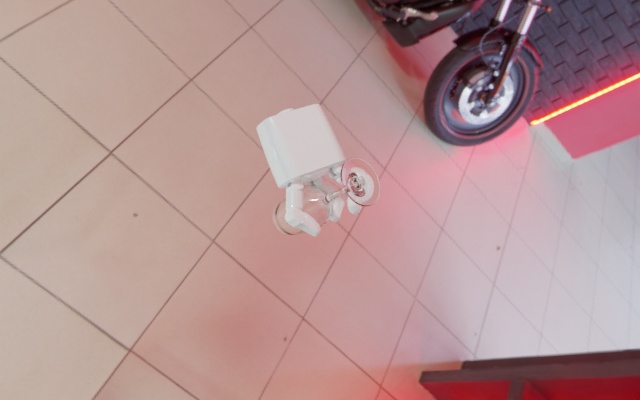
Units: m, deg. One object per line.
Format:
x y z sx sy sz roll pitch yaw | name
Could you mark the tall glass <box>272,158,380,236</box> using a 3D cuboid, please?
0.001 0.002 0.763 0.079 0.079 0.201 0 -18 -38 | tall glass
